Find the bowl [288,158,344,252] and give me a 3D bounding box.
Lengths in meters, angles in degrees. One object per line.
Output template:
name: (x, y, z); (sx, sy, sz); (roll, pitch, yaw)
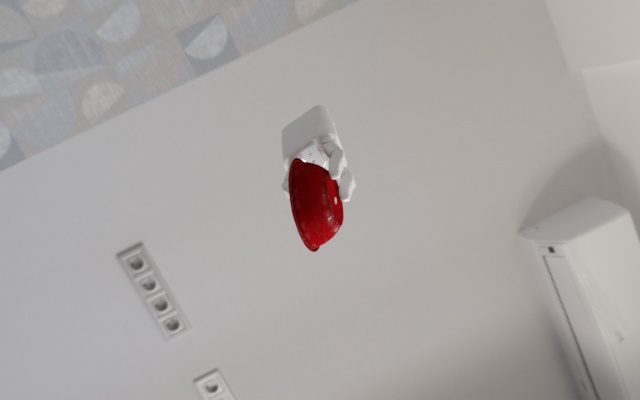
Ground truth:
bowl: (0.001, 0.004, 0.800); (0.055, 0.162, 0.162); (-11, -3, 15)
